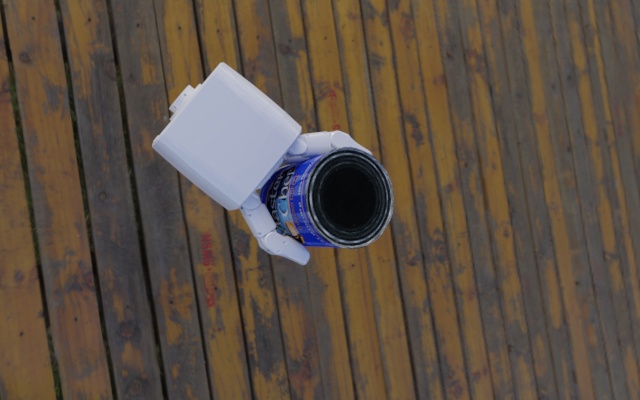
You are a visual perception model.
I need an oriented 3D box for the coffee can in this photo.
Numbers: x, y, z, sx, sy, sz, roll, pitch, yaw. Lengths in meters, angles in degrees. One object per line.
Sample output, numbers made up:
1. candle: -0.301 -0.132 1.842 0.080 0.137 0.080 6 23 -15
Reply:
1. coffee can: 0.000 0.002 0.537 0.103 0.103 0.140 0 -4 -27
